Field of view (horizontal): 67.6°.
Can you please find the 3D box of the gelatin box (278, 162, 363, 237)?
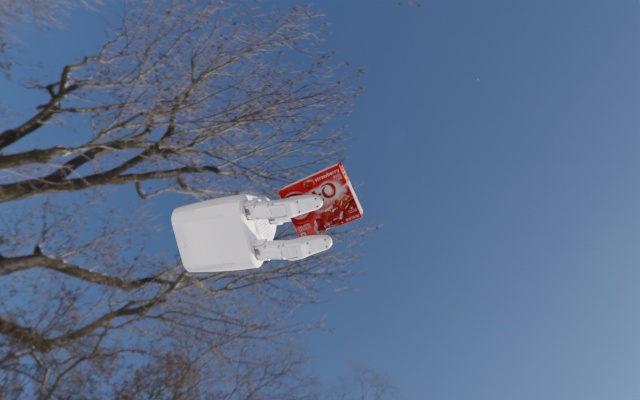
[{"bbox_3d":[0.000,0.002,0.613,0.089,0.073,0.030,-22,8,13],"label":"gelatin box"}]
